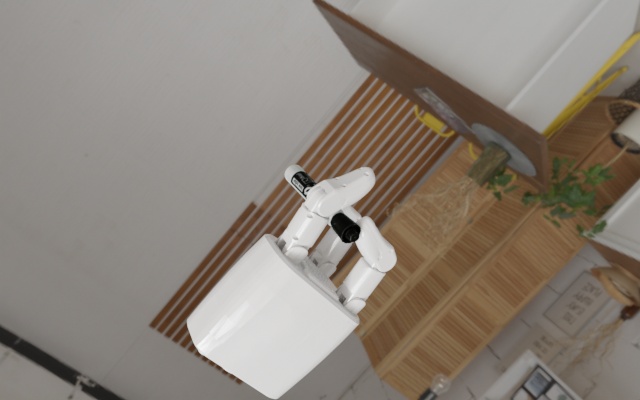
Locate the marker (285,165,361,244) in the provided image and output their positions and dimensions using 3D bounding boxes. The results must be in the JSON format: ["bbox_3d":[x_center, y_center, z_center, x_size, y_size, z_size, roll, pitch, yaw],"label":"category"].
[{"bbox_3d":[0.000,0.001,0.425,0.020,0.020,0.121,0,28,-31],"label":"marker"}]
